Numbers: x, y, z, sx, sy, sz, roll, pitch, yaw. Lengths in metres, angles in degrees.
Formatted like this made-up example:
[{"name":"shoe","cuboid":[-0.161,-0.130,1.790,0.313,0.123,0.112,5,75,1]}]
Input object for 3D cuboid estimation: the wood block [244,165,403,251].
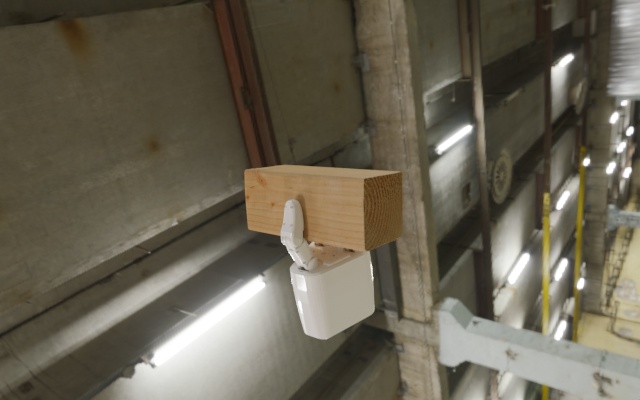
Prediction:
[{"name":"wood block","cuboid":[0.000,0.003,0.653,0.206,0.090,0.091,6,13,39]}]
